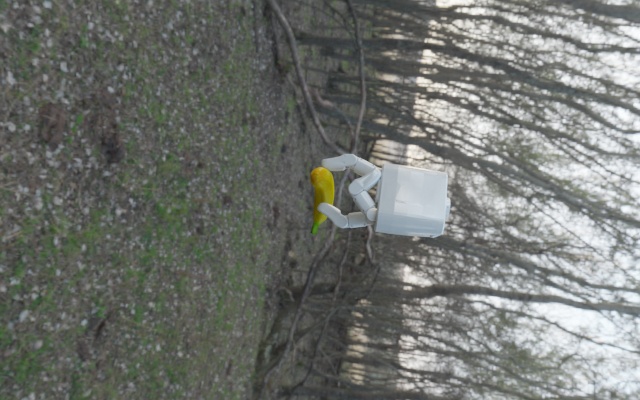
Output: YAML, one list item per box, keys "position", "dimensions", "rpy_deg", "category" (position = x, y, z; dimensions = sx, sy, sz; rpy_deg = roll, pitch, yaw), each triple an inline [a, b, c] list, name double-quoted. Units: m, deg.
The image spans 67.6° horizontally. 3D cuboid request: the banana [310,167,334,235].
- position: [0.003, -0.011, 0.846]
  dimensions: [0.037, 0.069, 0.198]
  rpy_deg: [9, -31, 6]
  category: "banana"
